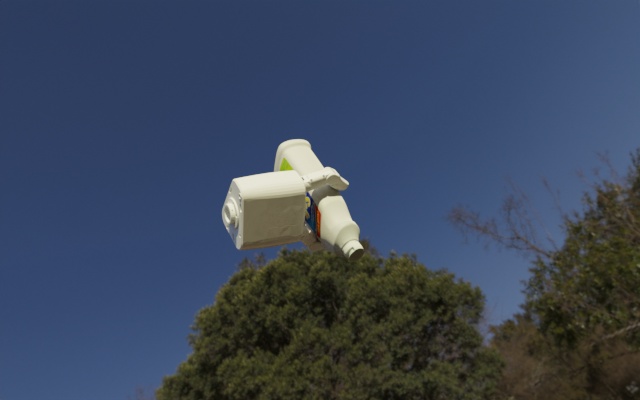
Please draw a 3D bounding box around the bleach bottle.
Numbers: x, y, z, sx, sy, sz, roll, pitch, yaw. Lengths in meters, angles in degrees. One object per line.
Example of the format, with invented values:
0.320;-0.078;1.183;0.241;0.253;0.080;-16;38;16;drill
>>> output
0.000;0.003;0.822;0.068;0.103;0.250;-10;43;-29;bleach bottle
